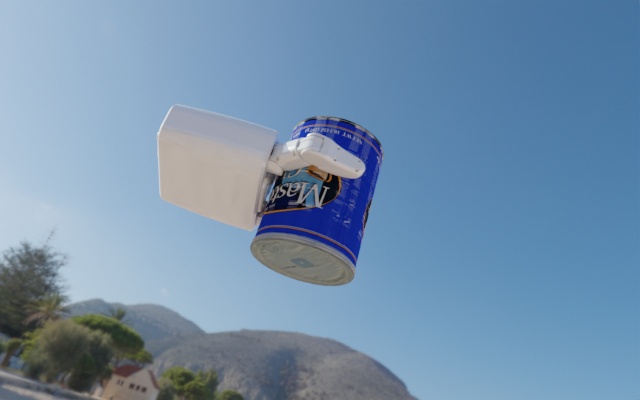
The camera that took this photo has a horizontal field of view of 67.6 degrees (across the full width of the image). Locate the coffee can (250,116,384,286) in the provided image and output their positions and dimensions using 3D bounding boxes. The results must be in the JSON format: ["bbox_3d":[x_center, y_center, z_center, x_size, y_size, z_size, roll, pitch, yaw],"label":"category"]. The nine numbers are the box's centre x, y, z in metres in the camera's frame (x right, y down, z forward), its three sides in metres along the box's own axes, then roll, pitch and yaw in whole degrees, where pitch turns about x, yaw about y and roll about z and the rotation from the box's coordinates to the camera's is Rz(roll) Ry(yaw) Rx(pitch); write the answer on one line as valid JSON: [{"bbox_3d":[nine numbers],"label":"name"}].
[{"bbox_3d":[0.000,0.002,0.483,0.103,0.140,0.103,13,-28,7],"label":"coffee can"}]
